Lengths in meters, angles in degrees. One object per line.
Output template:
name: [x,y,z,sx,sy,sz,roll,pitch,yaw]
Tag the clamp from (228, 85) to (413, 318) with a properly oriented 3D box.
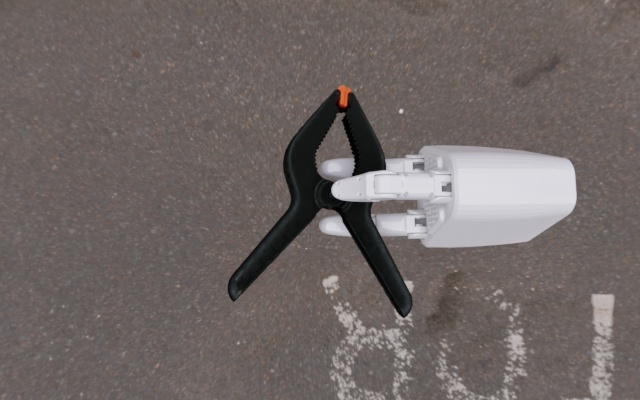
clamp: [0.000,0.001,0.431,0.164,0.210,0.036,0,-6,-8]
